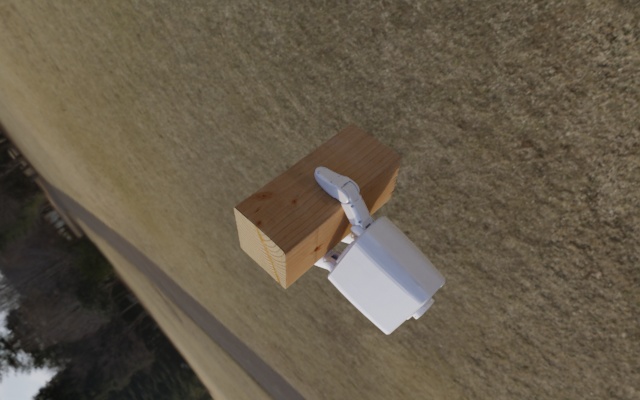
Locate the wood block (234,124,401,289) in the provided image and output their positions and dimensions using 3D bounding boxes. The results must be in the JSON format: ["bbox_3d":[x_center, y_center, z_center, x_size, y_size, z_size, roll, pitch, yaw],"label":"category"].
[{"bbox_3d":[0.000,0.002,0.617,0.090,0.091,0.206,39,60,24],"label":"wood block"}]
